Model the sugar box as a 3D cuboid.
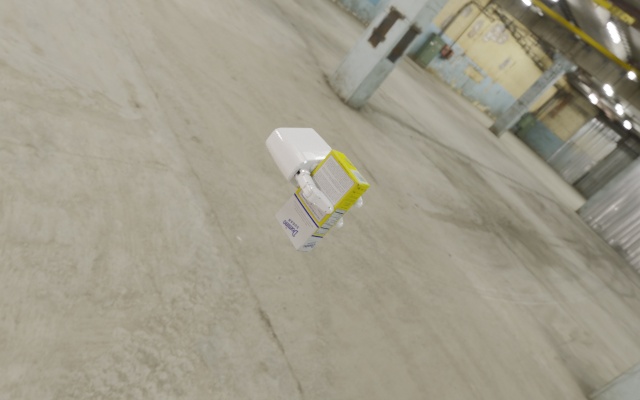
[{"bbox_3d":[0.000,0.003,0.882,0.048,0.093,0.176,11,-54,-51],"label":"sugar box"}]
